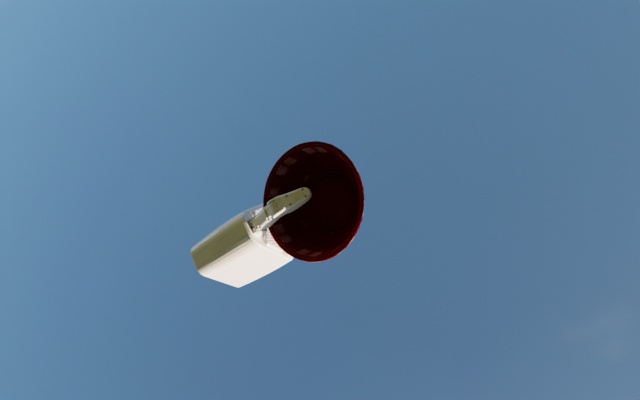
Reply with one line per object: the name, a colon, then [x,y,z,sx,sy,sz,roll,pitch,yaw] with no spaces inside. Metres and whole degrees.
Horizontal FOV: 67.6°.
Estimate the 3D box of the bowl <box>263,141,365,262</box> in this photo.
bowl: [0.001,0.002,0.656,0.162,0.162,0.055,0,-2,33]
